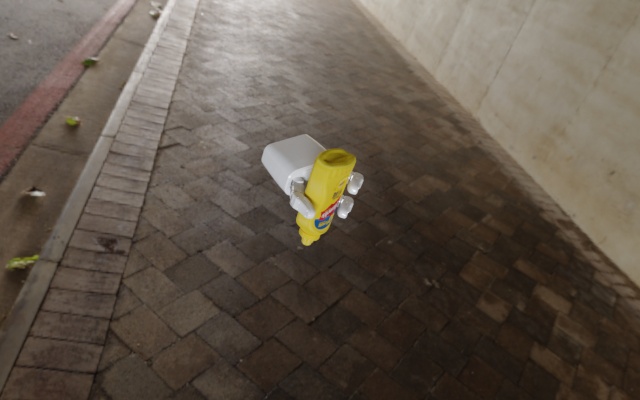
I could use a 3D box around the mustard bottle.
[{"bbox_3d":[0.000,0.003,0.868,0.058,0.192,0.096,31,32,18],"label":"mustard bottle"}]
